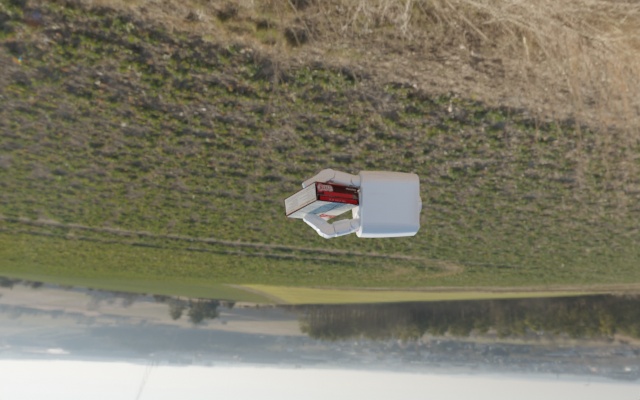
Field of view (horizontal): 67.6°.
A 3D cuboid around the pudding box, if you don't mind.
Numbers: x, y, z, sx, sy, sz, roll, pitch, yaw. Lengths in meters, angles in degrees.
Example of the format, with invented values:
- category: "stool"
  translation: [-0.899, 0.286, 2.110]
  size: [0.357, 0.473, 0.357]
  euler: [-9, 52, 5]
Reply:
- category: "pudding box"
  translation: [0.000, 0.003, 0.845]
  size: [0.090, 0.039, 0.113]
  euler: [8, -22, -32]
